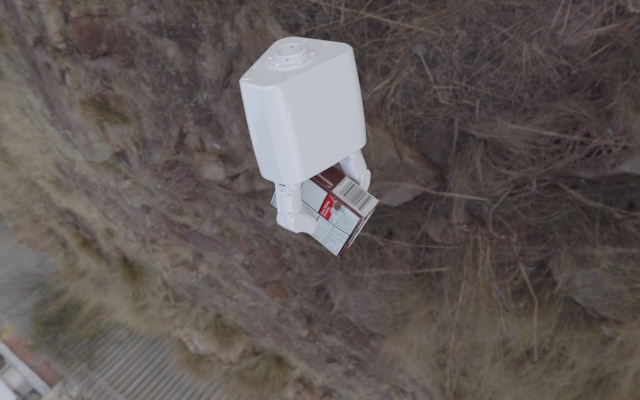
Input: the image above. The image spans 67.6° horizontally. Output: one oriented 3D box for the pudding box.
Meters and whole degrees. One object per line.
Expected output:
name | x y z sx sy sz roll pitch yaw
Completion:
pudding box | 0.000 0.002 0.553 0.039 0.113 0.090 -44 -13 -36
